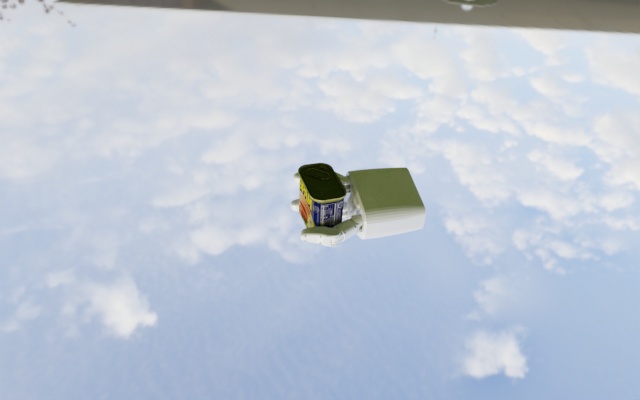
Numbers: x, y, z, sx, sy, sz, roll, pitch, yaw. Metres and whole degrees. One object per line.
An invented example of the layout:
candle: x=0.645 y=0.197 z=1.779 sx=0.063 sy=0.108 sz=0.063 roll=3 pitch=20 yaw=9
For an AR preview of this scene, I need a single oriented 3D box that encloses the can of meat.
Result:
can of meat: x=0.000 y=0.003 z=0.757 sx=0.057 sy=0.084 sz=0.102 roll=-9 pitch=38 yaw=-15
